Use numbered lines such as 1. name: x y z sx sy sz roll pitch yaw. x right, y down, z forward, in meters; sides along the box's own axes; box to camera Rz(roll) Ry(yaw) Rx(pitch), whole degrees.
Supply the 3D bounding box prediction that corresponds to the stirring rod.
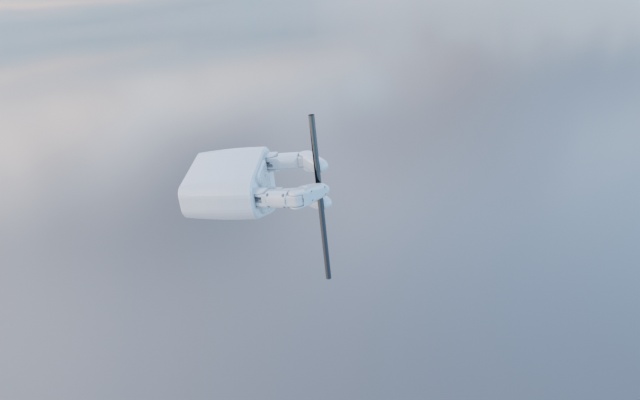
1. stirring rod: 0.000 0.002 0.651 0.011 0.240 0.011 -5 22 2
